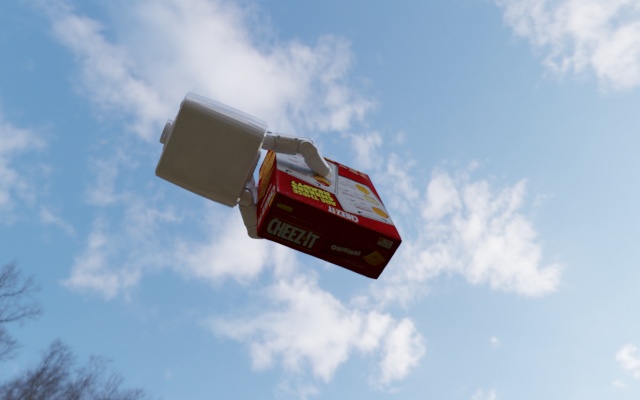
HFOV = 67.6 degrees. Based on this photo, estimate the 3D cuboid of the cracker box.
[{"bbox_3d":[0.000,0.002,0.646,0.164,0.072,0.213,21,21,-15],"label":"cracker box"}]
